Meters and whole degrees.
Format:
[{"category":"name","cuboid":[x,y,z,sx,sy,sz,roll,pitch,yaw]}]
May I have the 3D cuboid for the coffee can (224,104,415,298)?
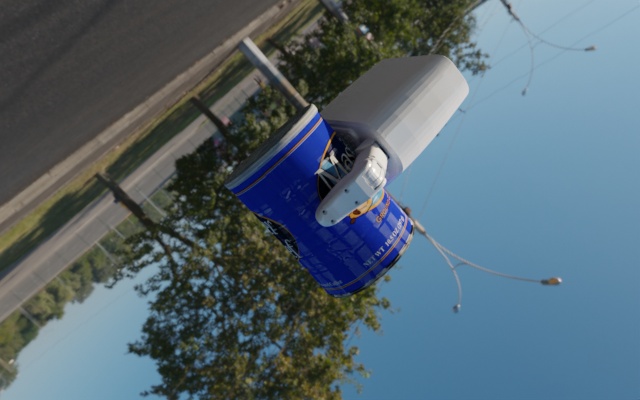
[{"category":"coffee can","cuboid":[0.000,0.001,0.425,0.103,0.140,0.102,-39,14,11]}]
